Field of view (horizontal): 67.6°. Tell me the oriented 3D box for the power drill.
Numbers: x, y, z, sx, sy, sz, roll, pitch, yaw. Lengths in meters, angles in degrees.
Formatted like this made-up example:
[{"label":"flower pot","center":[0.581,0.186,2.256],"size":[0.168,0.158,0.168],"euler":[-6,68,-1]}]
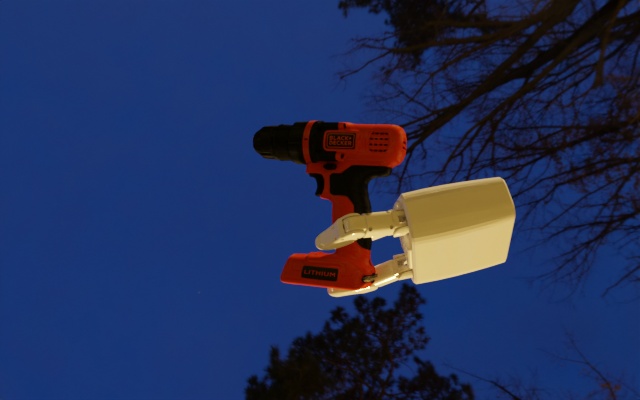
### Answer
[{"label":"power drill","center":[0.000,0.002,0.544],"size":[0.184,0.187,0.057],"euler":[4,-1,23]}]
